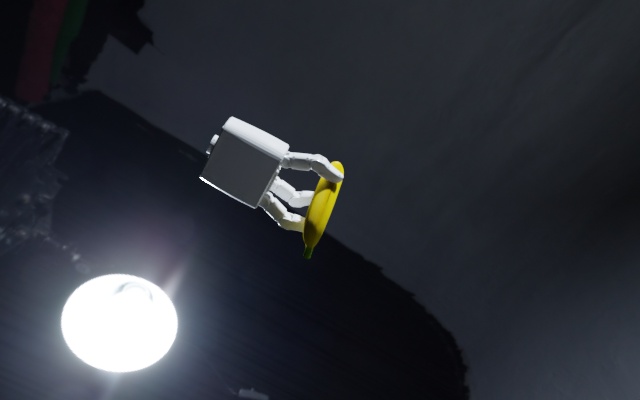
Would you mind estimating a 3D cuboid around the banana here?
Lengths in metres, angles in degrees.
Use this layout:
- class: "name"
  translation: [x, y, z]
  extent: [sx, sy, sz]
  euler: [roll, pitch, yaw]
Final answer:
- class: "banana"
  translation: [0.005, -0.003, 0.794]
  extent: [0.037, 0.197, 0.070]
  euler: [25, -31, -5]
